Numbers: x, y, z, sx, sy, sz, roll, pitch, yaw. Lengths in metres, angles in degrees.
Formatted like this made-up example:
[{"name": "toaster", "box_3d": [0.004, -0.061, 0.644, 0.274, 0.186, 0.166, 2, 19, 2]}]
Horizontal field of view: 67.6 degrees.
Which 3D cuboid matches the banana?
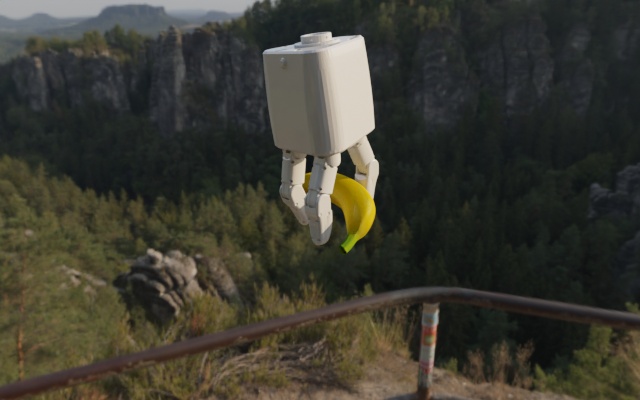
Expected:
[{"name": "banana", "box_3d": [0.018, -0.003, 0.585, 0.069, 0.037, 0.197, -21, 27, -11]}]
